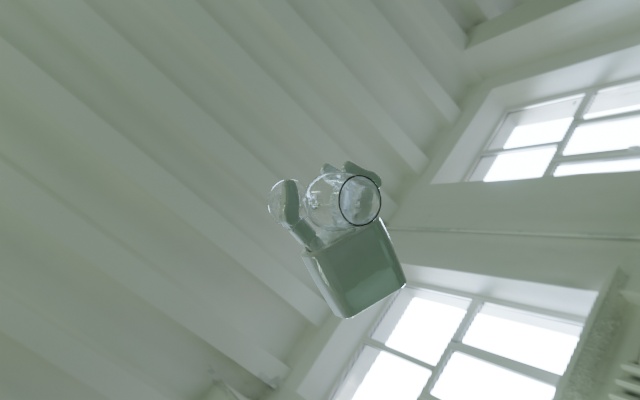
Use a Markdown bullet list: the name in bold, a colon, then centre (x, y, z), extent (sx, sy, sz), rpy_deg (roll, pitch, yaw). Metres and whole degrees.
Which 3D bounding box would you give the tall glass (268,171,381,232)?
- **tall glass**: centre (0.000, 0.002, 0.654), extent (0.079, 0.079, 0.201), rpy_deg (0, -1, -28)
